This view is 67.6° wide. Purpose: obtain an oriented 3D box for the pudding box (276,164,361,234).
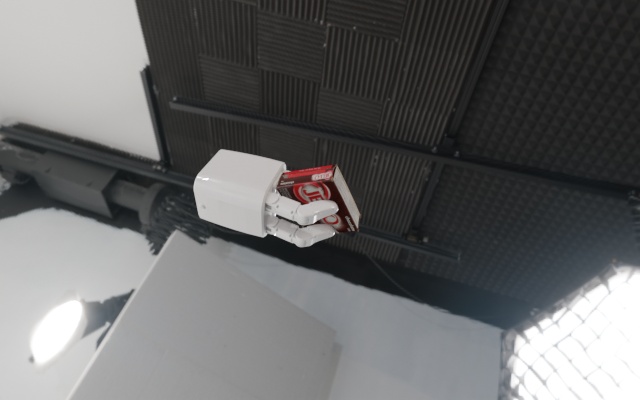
[{"bbox_3d":[0.000,0.002,0.708,0.090,0.039,0.114,-6,-44,26],"label":"pudding box"}]
